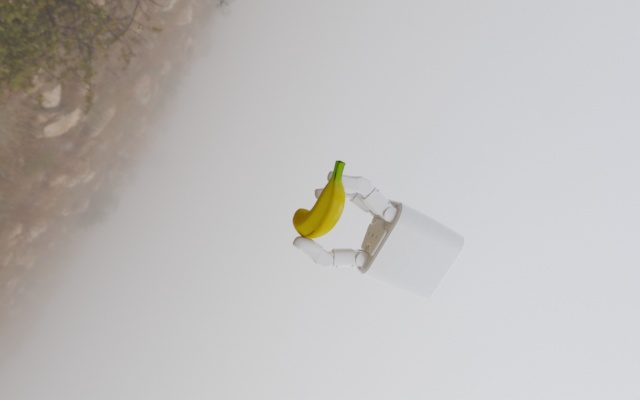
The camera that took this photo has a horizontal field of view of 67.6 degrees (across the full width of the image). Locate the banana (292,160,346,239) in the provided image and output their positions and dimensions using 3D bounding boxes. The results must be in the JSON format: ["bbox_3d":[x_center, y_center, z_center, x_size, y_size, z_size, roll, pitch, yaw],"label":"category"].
[{"bbox_3d":[-0.004,0.017,0.630,0.037,0.069,0.198,22,-25,-12],"label":"banana"}]
